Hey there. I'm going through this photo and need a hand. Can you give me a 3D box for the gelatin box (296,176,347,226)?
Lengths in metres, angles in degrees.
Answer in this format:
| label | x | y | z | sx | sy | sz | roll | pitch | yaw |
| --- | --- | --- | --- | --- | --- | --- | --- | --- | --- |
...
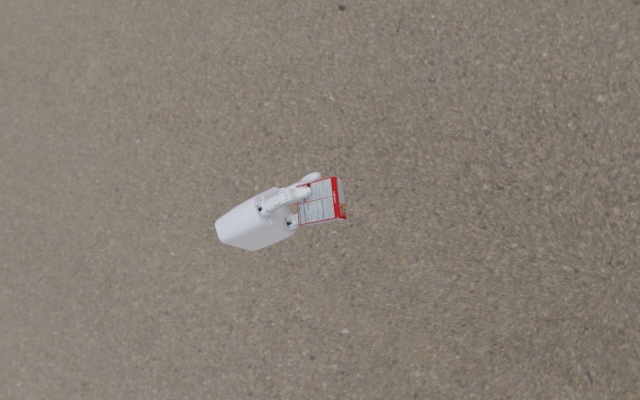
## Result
| label | x | y | z | sx | sy | sz | roll | pitch | yaw |
| --- | --- | --- | --- | --- | --- | --- | --- | --- | --- |
| gelatin box | 0.000 | 0.003 | 0.838 | 0.089 | 0.073 | 0.030 | -13 | -13 | 35 |
